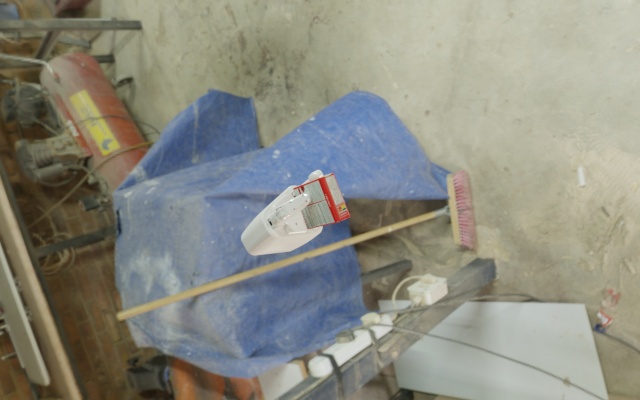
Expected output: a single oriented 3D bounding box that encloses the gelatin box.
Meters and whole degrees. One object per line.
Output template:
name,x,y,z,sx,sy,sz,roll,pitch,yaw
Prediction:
gelatin box,0.000,0.003,0.754,0.030,0.073,0.089,-22,2,-35
